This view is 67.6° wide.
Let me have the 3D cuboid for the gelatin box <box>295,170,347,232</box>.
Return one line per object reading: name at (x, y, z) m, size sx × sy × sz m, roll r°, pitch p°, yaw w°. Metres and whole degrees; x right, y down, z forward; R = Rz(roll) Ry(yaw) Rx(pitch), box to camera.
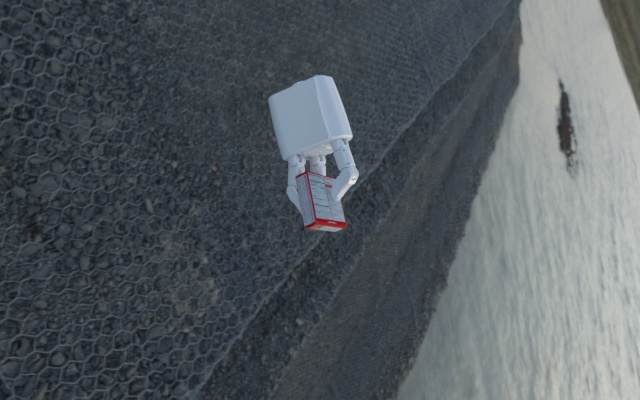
gelatin box at (0.001, 0.003, 0.757) m, size 0.030 × 0.089 × 0.073 m, roll -27°, pitch -25°, yaw 36°
